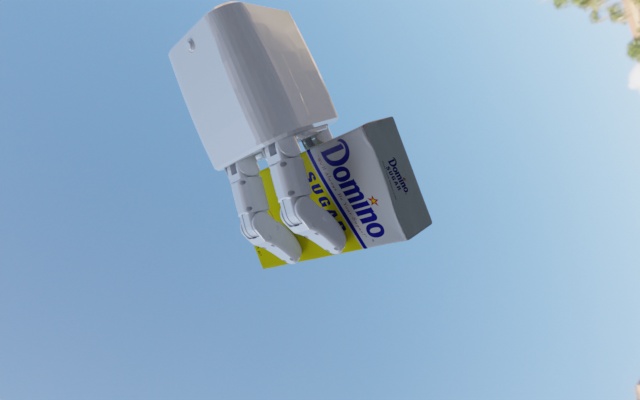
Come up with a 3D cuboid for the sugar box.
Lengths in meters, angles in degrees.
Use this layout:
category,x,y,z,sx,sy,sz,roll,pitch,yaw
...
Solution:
category,x,y,z,sx,sy,sz,roll,pitch,yaw
sugar box,0.000,0.001,0.415,0.048,0.093,0.176,-24,4,-44
